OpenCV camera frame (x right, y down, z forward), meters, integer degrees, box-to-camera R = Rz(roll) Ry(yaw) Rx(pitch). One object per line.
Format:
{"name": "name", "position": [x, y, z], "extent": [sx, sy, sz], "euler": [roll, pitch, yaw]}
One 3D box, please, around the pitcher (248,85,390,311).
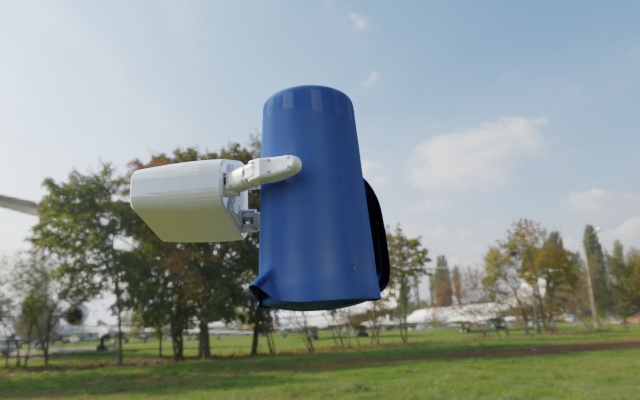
{"name": "pitcher", "position": [0.000, 0.002, 0.546], "extent": [0.145, 0.242, 0.149], "euler": [-5, -14, 7]}
